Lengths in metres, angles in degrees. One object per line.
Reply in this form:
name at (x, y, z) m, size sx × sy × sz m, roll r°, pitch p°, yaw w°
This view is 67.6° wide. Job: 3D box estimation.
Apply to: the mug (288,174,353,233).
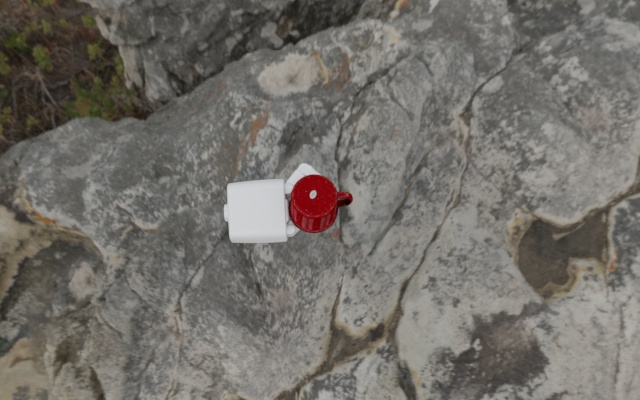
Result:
mug at (0.002, 0.003, 0.851) m, size 0.117 × 0.093 × 0.081 m, roll -4°, pitch -18°, yaw -4°
